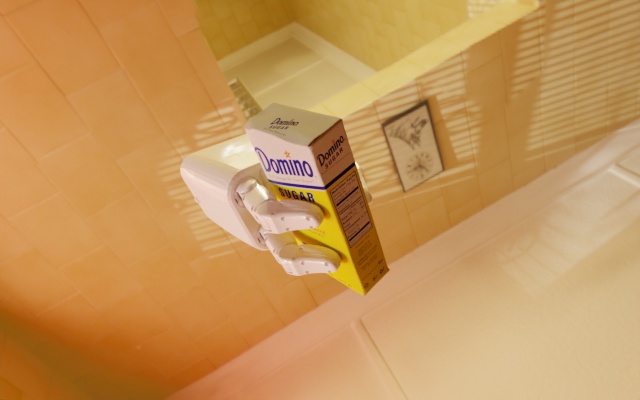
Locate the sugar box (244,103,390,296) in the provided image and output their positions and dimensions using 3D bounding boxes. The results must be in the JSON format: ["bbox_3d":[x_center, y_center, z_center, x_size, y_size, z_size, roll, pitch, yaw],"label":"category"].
[{"bbox_3d":[0.000,0.002,0.439,0.048,0.176,0.093,-43,40,-23],"label":"sugar box"}]
